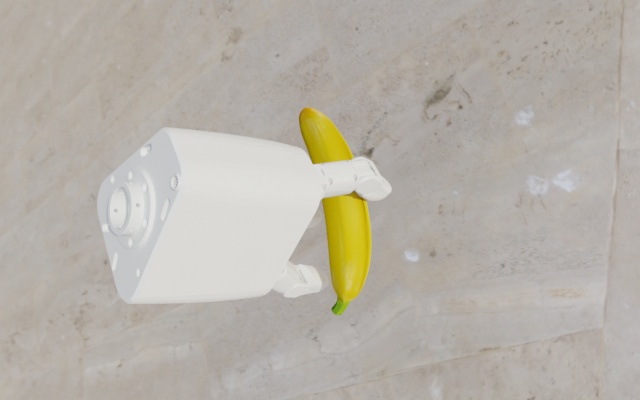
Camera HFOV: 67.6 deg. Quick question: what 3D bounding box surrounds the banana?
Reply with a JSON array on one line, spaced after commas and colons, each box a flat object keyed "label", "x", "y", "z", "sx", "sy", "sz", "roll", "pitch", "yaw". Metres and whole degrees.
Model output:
[{"label": "banana", "x": 0.012, "y": 0.000, "z": 0.421, "sx": 0.037, "sy": 0.197, "sz": 0.069, "roll": 0, "pitch": -13, "yaw": -37}]
